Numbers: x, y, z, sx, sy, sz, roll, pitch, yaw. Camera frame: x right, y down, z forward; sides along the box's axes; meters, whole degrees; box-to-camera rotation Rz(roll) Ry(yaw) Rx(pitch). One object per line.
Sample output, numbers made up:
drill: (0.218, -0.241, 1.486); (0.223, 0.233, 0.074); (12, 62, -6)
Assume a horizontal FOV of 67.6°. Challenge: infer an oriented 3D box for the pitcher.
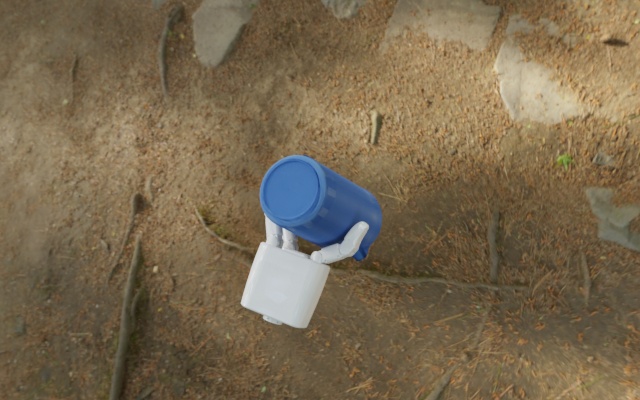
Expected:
pitcher: (0.000, 0.003, 0.783); (0.149, 0.145, 0.243); (19, -5, 26)
